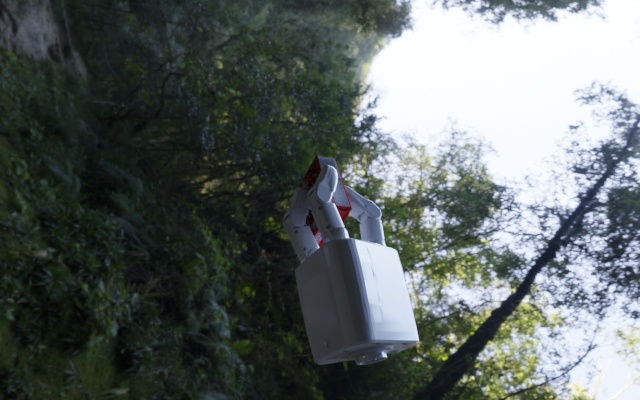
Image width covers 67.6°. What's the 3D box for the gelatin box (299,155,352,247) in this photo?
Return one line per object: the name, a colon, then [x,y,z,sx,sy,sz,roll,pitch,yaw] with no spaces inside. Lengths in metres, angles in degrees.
gelatin box: [0.000,0.002,0.580,0.030,0.089,0.073,9,-47,-26]
